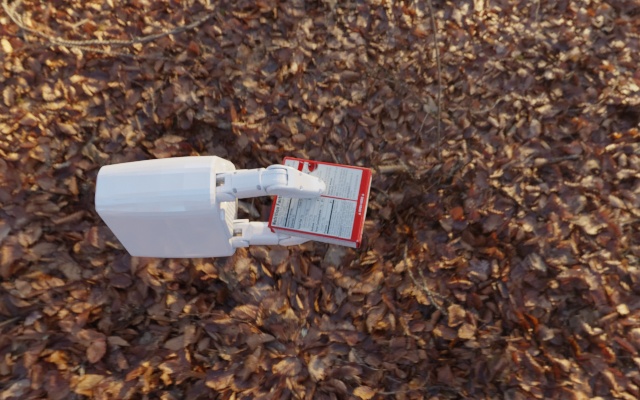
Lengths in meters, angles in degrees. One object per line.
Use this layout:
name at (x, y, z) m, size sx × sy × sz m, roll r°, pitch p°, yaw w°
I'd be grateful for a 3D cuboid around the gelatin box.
gelatin box at (0.000, 0.001, 0.461) m, size 0.089 × 0.073 × 0.030 m, roll 9°, pitch -16°, yaw 9°
